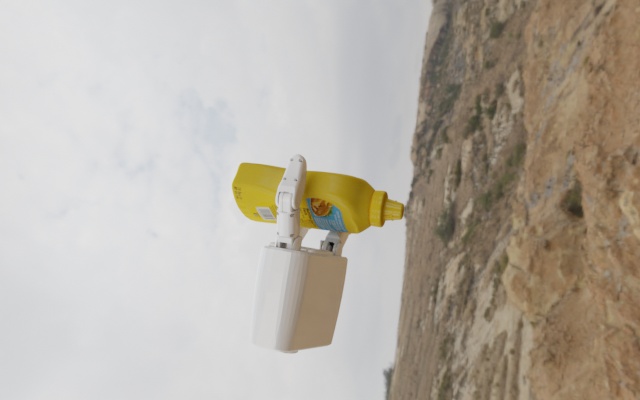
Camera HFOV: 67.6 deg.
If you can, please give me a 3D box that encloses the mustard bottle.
[{"bbox_3d":[0.000,0.001,0.553,0.191,0.058,0.096,7,-29,18],"label":"mustard bottle"}]
